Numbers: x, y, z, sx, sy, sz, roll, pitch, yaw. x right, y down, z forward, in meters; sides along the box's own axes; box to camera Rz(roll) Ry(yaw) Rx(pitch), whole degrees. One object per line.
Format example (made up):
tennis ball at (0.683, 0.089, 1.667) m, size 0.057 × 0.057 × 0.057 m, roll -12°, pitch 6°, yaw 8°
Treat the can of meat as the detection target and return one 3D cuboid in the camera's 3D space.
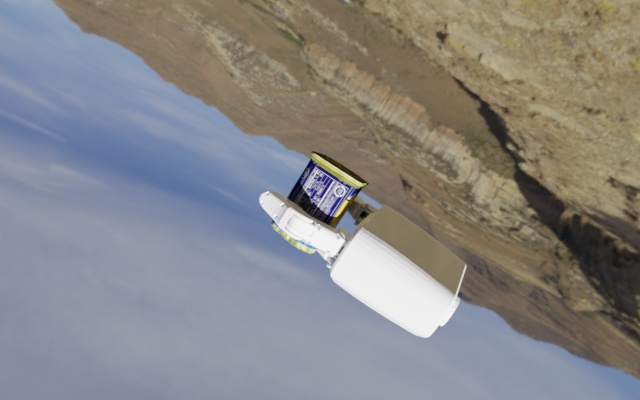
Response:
can of meat at (0.000, 0.002, 0.488) m, size 0.057 × 0.084 × 0.102 m, roll 34°, pitch 8°, yaw 8°
